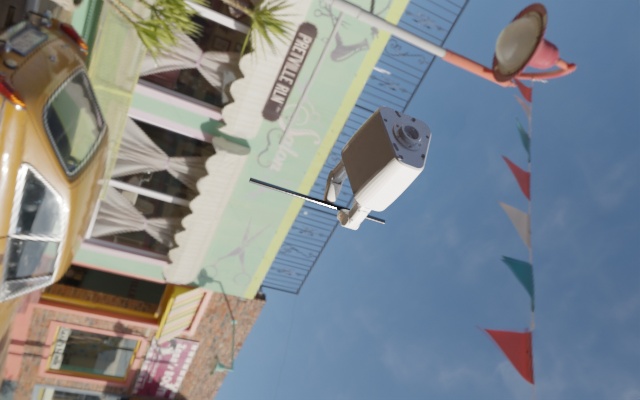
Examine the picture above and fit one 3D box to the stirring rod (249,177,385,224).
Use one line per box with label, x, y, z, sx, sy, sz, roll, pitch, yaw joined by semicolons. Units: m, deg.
stirring rod;0.000;0.003;0.770;0.239;0.011;0.011;18;-6;-20
